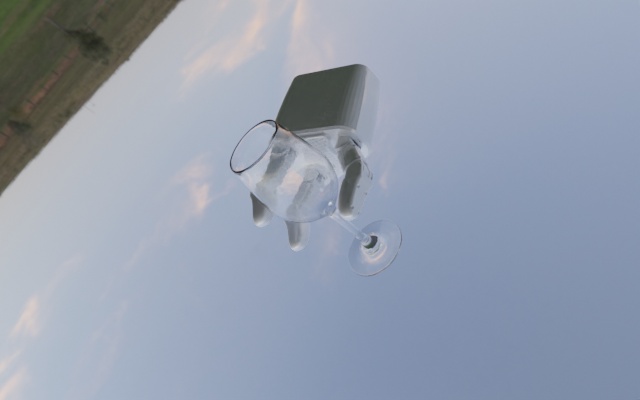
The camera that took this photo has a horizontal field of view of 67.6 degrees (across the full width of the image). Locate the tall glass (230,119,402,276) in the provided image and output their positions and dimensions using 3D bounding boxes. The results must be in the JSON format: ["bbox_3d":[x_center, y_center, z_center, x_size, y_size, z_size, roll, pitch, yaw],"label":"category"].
[{"bbox_3d":[0.001,0.002,0.498,0.079,0.079,0.201,0,-32,48],"label":"tall glass"}]
